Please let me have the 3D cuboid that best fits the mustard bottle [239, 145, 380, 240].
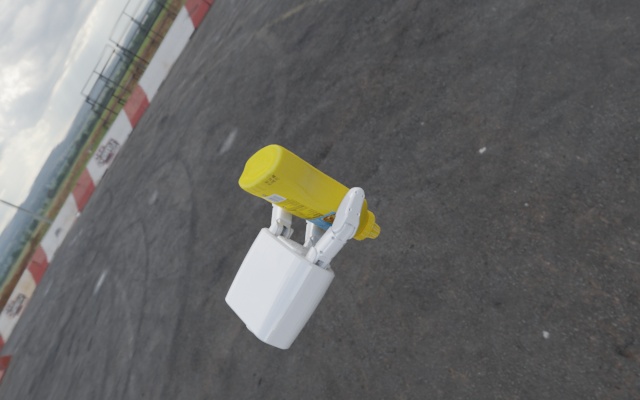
[{"bbox_3d":[0.000,0.002,0.596,0.192,0.058,0.096,30,-23,-27],"label":"mustard bottle"}]
